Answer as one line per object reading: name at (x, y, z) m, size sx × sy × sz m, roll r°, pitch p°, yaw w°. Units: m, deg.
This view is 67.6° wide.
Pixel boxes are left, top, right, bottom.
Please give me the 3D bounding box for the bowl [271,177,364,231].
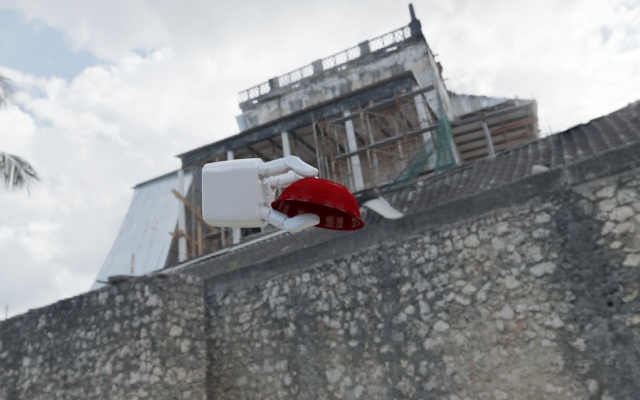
bowl at (0.002, 0.003, 0.813) m, size 0.162 × 0.055 × 0.162 m, roll 12°, pitch -16°, yaw 4°
